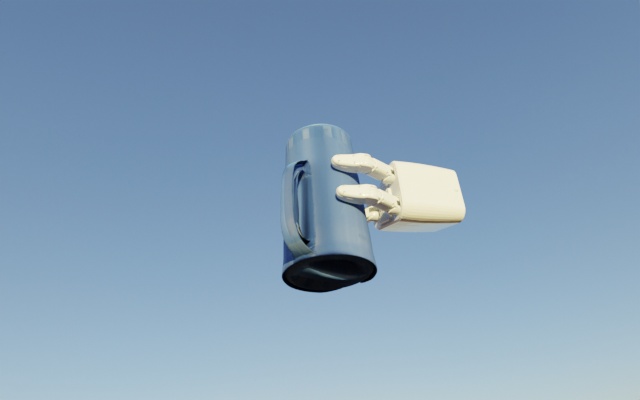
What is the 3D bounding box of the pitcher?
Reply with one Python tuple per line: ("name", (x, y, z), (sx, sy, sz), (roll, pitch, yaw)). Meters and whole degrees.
("pitcher", (0.000, 0.002, 0.713), (0.145, 0.242, 0.149), (3, -33, -14))
